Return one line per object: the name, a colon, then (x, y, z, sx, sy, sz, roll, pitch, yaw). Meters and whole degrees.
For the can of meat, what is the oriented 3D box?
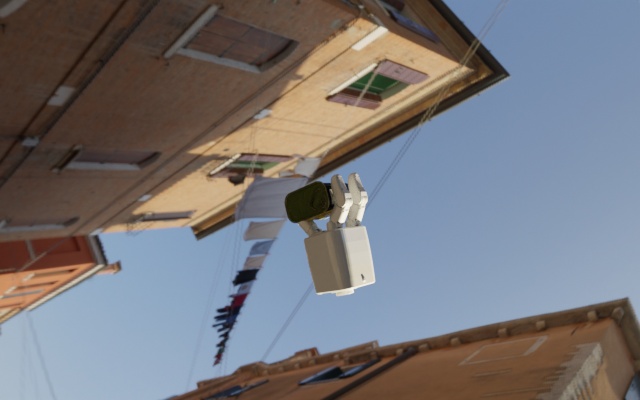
can of meat: (0.000, 0.003, 0.876, 0.102, 0.057, 0.084, -23, -13, 38)
